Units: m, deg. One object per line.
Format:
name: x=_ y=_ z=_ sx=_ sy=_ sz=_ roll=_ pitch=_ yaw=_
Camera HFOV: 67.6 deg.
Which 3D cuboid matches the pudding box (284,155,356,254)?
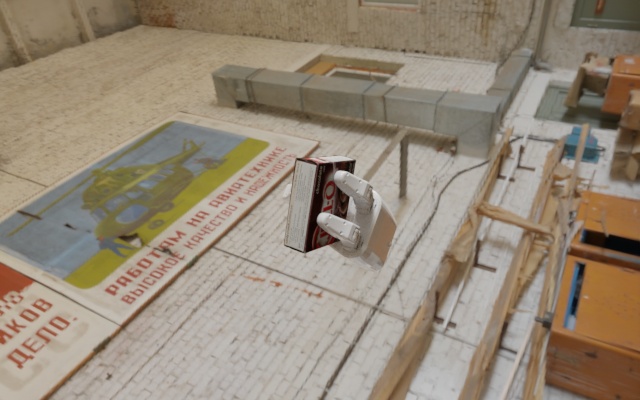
pudding box: x=0.000 y=0.002 z=0.594 sx=0.039 sy=0.113 sz=0.090 roll=14 pitch=14 yaw=30
